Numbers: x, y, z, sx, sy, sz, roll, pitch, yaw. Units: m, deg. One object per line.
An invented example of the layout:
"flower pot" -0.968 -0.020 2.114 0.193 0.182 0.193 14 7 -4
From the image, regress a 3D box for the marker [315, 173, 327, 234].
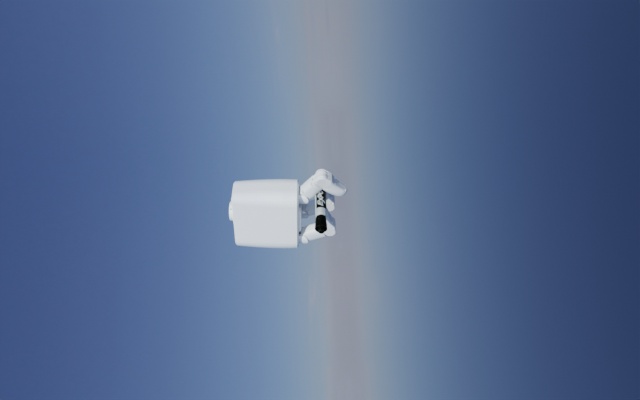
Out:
"marker" 0.000 0.002 0.749 0.020 0.121 0.020 0 -42 0
